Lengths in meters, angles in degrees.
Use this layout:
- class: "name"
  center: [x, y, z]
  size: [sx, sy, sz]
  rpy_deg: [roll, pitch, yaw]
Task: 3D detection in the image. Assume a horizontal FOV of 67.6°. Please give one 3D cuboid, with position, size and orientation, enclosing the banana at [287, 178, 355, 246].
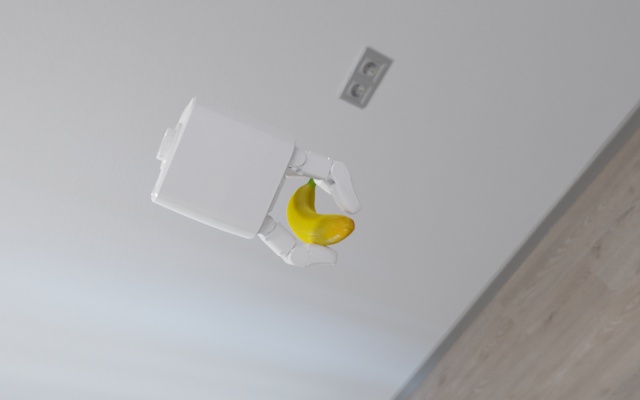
- class: "banana"
  center: [-0.009, 0.017, 0.575]
  size: [0.037, 0.069, 0.197]
  rpy_deg: [24, 12, -20]
